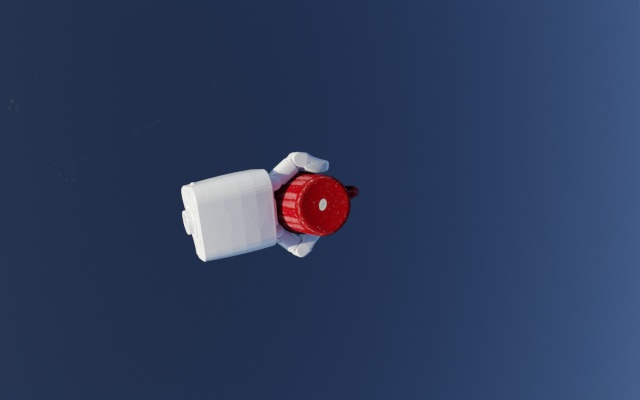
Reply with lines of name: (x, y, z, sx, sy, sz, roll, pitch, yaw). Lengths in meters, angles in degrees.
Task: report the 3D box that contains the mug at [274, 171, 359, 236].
mug: (0.001, 0.002, 0.666, 0.117, 0.093, 0.081, -16, 9, -23)
